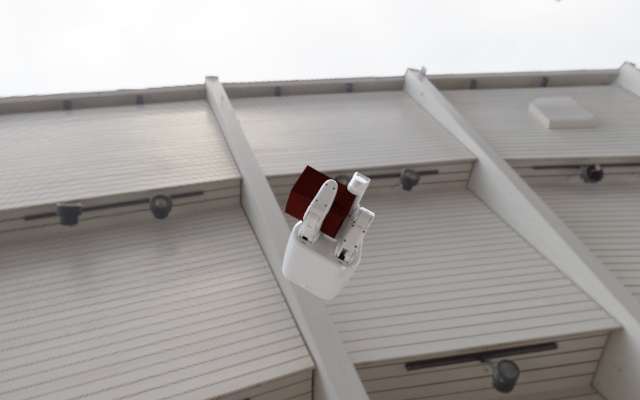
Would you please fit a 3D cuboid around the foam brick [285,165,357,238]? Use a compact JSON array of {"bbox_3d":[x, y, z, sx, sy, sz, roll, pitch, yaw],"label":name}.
[{"bbox_3d":[0.000,0.002,0.631,0.078,0.053,0.051,29,-38,5],"label":"foam brick"}]
